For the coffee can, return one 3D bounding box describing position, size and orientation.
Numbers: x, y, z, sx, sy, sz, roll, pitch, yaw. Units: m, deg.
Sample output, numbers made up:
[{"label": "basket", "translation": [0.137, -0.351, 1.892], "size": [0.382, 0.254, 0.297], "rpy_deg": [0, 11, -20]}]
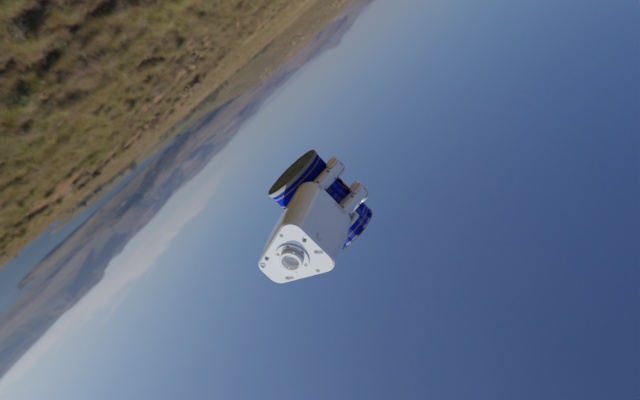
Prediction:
[{"label": "coffee can", "translation": [0.000, 0.002, 0.778], "size": [0.140, 0.103, 0.103], "rpy_deg": [45, -14, -14]}]
